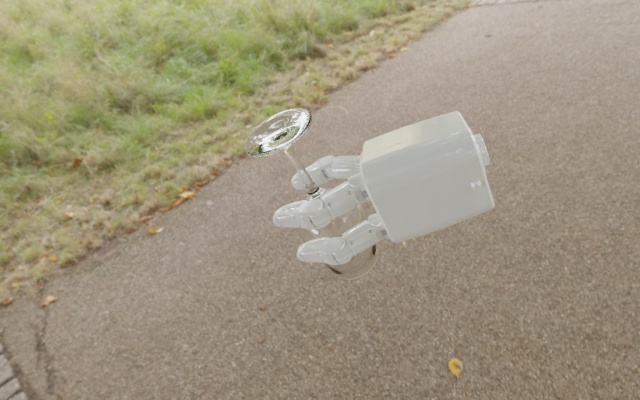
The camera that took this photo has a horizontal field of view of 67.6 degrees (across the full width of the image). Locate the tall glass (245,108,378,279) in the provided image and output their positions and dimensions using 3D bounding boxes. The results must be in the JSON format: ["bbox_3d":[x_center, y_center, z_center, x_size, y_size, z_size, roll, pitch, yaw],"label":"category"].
[{"bbox_3d":[0.000,0.001,0.523,0.079,0.201,0.079,-19,37,15],"label":"tall glass"}]
